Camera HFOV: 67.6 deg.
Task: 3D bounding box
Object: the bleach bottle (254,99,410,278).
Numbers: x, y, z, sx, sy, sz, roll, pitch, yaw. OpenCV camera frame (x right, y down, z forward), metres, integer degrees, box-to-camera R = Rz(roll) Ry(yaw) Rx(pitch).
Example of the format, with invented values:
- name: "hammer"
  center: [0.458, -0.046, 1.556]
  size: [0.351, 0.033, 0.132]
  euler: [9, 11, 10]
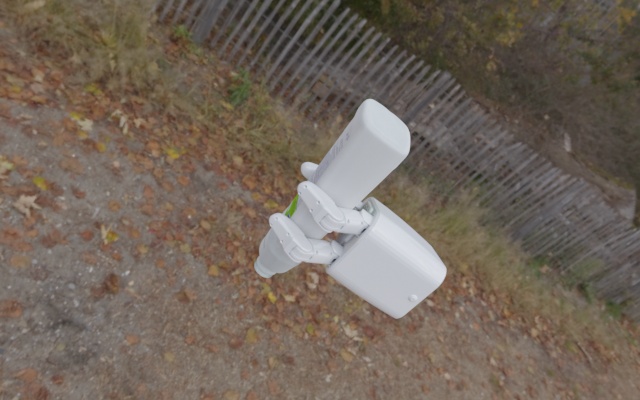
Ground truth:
- name: "bleach bottle"
  center: [0.000, 0.002, 0.570]
  size: [0.068, 0.251, 0.102]
  euler: [36, 28, -9]
